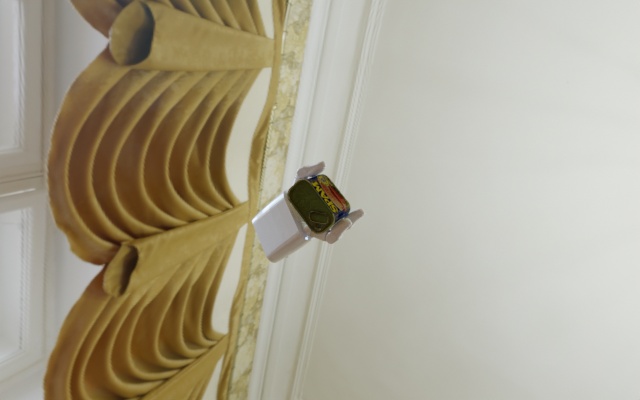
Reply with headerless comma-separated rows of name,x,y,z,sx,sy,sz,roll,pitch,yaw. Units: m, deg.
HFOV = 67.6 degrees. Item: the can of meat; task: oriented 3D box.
can of meat,0.000,0.003,0.888,0.057,0.102,0.084,-41,-7,28
